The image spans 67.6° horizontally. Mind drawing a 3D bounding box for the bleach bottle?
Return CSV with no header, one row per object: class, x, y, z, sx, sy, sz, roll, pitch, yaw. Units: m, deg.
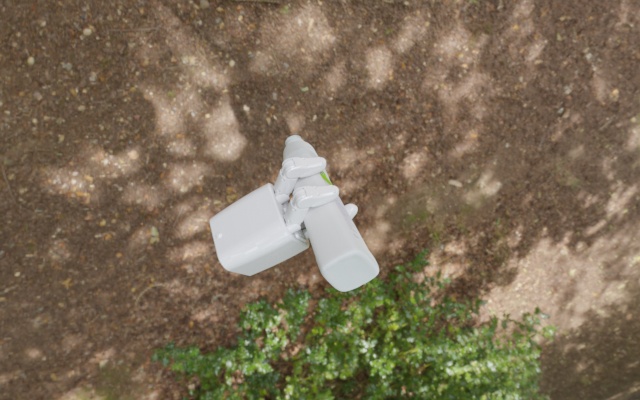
bleach bottle,0.000,0.002,0.697,0.068,0.250,0.103,-29,-37,7
